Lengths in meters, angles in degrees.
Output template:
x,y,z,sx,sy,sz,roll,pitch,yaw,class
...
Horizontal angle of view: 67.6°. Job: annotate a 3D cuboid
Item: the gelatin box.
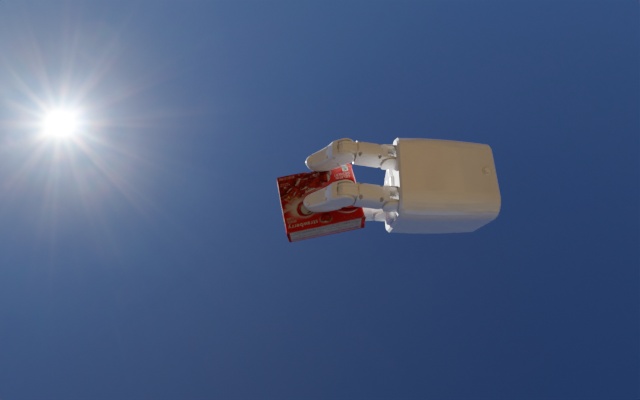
x,y,z,sx,sy,sz,roll,pitch,yaw,class
0.000,0.002,0.542,0.089,0.073,0.030,-11,-29,-3,gelatin box
